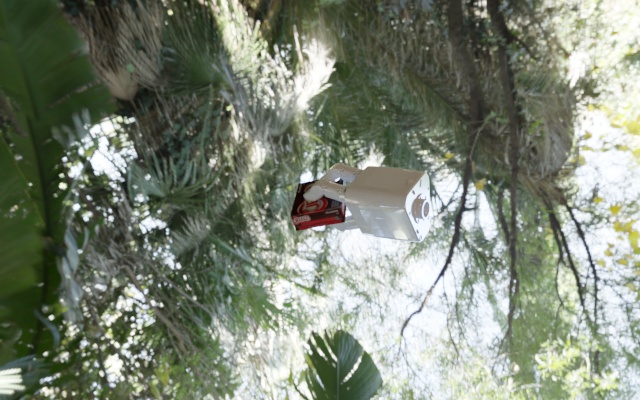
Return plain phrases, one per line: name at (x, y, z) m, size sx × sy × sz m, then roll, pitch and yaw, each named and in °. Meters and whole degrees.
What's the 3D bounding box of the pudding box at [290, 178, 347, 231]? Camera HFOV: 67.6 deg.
pudding box at (0.000, 0.003, 0.849) m, size 0.090 × 0.039 × 0.113 m, roll -10°, pitch 29°, yaw 12°
